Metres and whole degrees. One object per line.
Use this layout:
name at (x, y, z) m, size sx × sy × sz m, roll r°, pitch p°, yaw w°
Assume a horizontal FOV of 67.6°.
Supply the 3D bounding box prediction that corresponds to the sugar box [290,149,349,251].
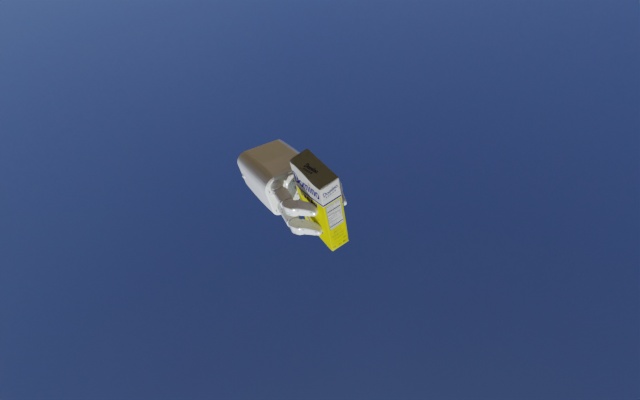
sugar box at (0.000, 0.003, 0.835) m, size 0.048 × 0.176 × 0.093 m, roll -34°, pitch 53°, yaw -14°
